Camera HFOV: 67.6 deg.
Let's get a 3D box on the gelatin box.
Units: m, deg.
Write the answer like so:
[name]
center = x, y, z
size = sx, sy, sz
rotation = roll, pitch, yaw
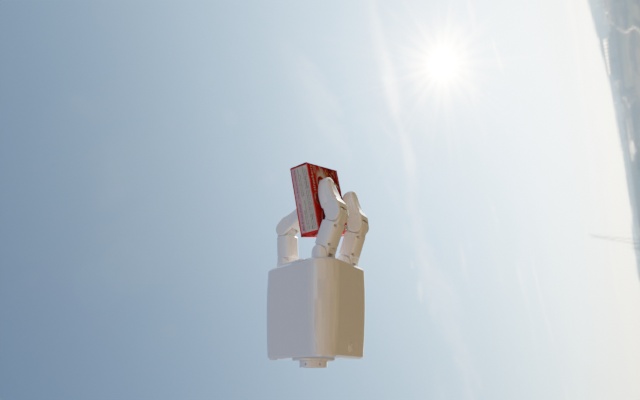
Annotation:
[gelatin box]
center = 0.000, 0.002, 0.596
size = 0.030, 0.089, 0.073
rotation = -17, -14, 29
